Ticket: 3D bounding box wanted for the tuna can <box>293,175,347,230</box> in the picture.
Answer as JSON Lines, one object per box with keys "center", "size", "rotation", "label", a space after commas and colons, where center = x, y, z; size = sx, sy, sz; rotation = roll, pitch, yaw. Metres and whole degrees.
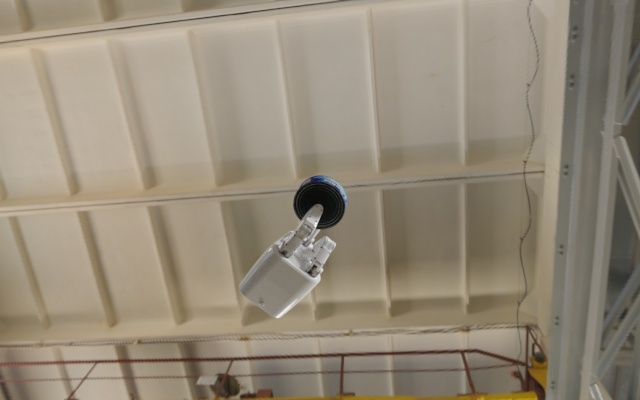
{"center": [0.000, 0.002, 0.787], "size": [0.086, 0.086, 0.033], "rotation": [0, 24, 10], "label": "tuna can"}
